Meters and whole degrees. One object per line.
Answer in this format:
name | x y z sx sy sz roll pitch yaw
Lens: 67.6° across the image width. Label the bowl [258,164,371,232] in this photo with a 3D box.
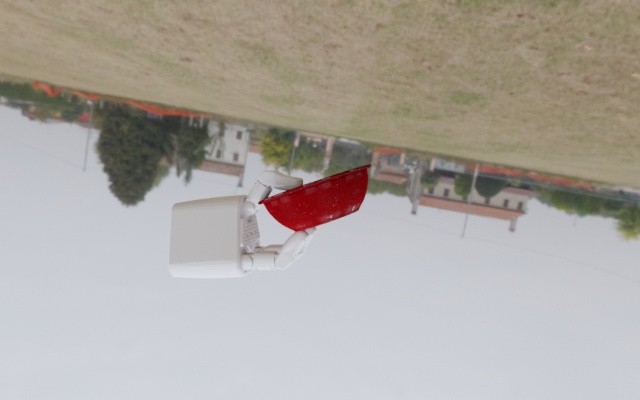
bowl | 0.001 0.002 0.644 0.162 0.055 0.162 -19 0 0
